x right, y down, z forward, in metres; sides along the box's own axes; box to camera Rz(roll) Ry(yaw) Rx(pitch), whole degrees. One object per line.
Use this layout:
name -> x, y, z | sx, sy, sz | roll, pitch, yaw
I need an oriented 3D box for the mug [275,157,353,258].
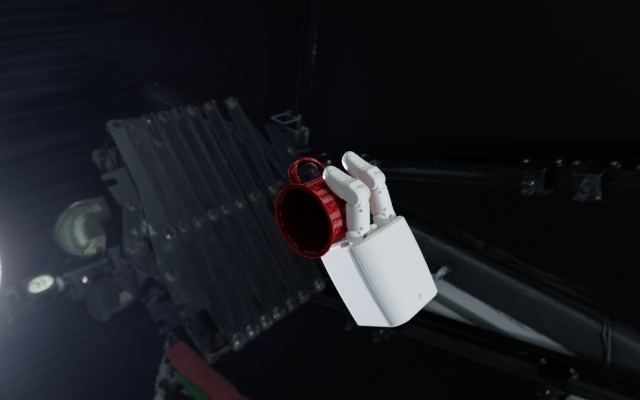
mug -> 0.000, 0.001, 0.587 | 0.081, 0.117, 0.093 | -25, -1, -44
